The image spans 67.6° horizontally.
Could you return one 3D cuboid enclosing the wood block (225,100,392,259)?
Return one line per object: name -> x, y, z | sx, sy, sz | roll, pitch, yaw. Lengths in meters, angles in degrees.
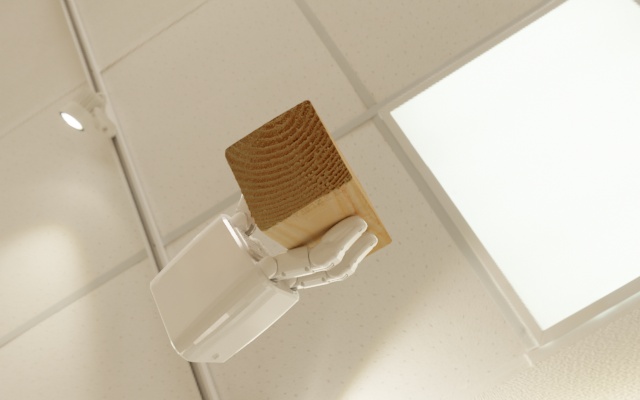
wood block -> 0.000, 0.002, 0.488 | 0.090, 0.090, 0.206 | -30, -24, 5
